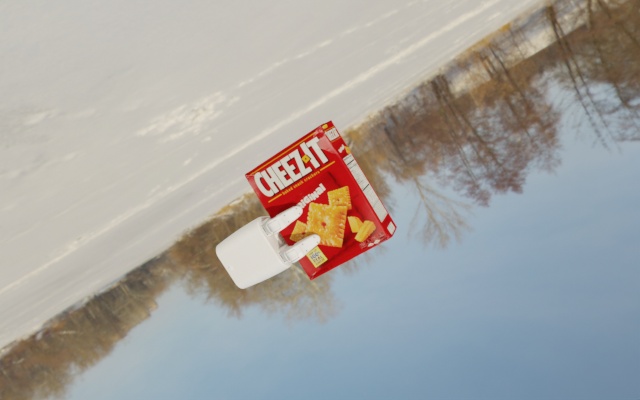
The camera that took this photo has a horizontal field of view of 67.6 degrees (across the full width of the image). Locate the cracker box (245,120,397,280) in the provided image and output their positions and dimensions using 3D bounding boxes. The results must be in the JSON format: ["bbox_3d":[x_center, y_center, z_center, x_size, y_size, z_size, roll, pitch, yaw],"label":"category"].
[{"bbox_3d":[0.000,0.003,0.795,0.164,0.214,0.072,-30,5,23],"label":"cracker box"}]
